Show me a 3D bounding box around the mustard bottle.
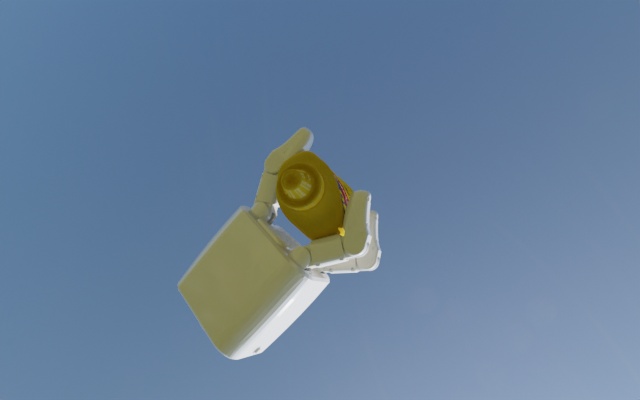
[{"bbox_3d":[0.000,0.001,0.479,0.058,0.096,0.192,-25,-16,10],"label":"mustard bottle"}]
